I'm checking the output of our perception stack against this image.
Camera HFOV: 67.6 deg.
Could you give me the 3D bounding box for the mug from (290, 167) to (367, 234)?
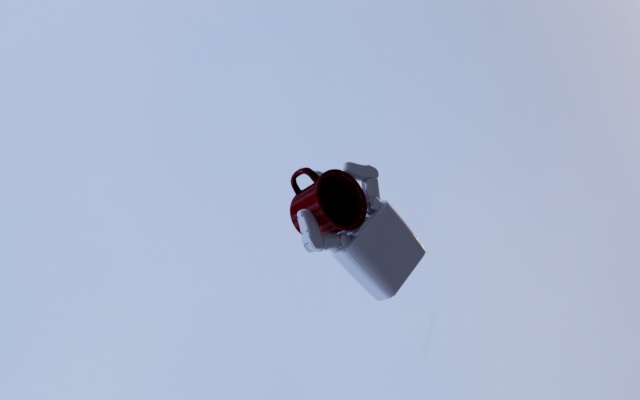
[{"bbox_3d":[-0.001,0.001,0.704,0.081,0.117,0.093,-28,18,47],"label":"mug"}]
